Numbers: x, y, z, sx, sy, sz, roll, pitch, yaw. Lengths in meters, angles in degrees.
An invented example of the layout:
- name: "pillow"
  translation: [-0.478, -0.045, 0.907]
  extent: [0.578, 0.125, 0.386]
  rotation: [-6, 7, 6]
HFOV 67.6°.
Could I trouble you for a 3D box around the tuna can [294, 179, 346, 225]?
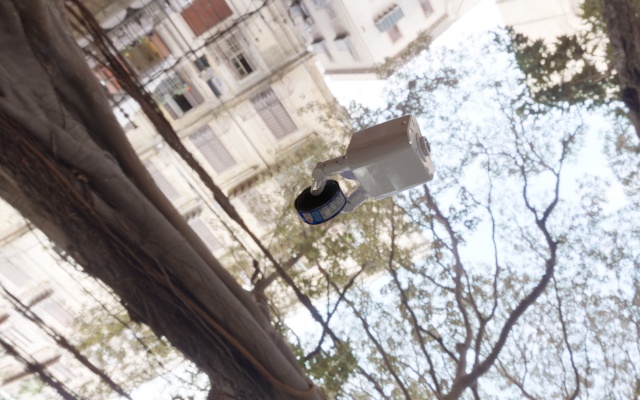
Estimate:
- name: "tuna can"
  translation: [0.000, 0.003, 0.814]
  extent: [0.086, 0.034, 0.086]
  rotation: [-22, 29, 13]
